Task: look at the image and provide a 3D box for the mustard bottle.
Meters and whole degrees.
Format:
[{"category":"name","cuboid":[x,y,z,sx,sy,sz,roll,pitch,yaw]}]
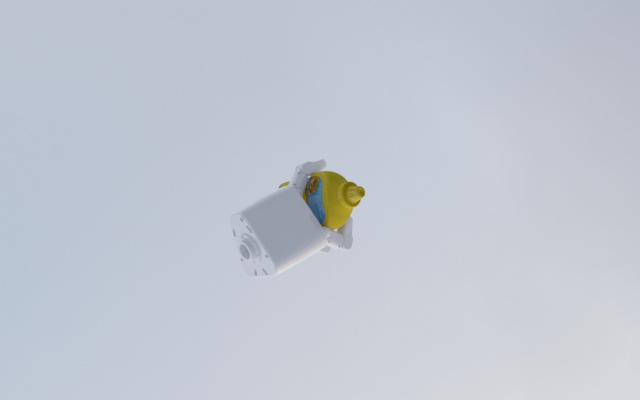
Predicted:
[{"category":"mustard bottle","cuboid":[0.000,0.003,0.780,0.058,0.096,0.191,3,-11,-39]}]
